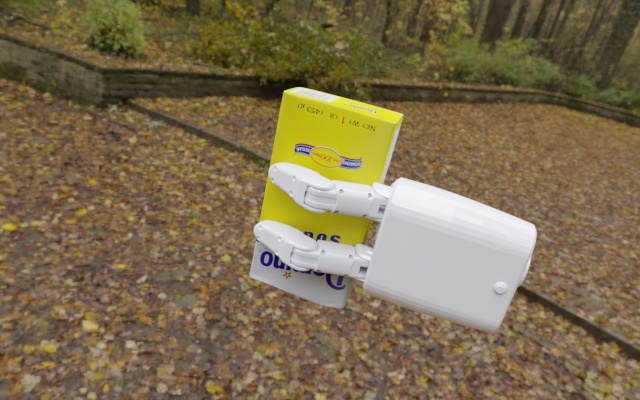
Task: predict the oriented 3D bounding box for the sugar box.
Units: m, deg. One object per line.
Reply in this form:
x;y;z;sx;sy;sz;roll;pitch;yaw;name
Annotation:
0.000;0.001;0.407;0.093;0.176;0.048;18;23;12;sugar box
